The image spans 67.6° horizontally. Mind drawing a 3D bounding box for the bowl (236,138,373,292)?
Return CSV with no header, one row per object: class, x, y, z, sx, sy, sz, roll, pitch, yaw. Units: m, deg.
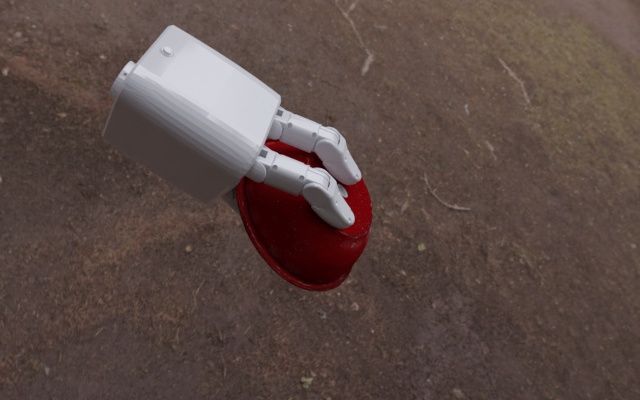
bowl,0.001,0.002,0.456,0.055,0.162,0.162,-28,-17,35
